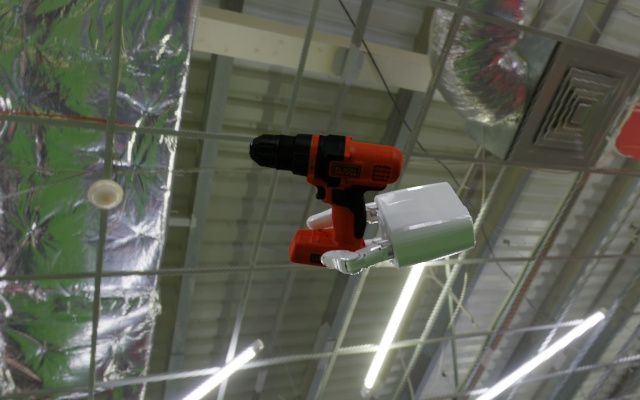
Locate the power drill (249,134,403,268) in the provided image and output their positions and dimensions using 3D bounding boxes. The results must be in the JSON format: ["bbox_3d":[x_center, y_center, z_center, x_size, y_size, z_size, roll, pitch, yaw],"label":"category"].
[{"bbox_3d":[0.000,0.002,0.614,0.184,0.188,0.057,8,39,2],"label":"power drill"}]
